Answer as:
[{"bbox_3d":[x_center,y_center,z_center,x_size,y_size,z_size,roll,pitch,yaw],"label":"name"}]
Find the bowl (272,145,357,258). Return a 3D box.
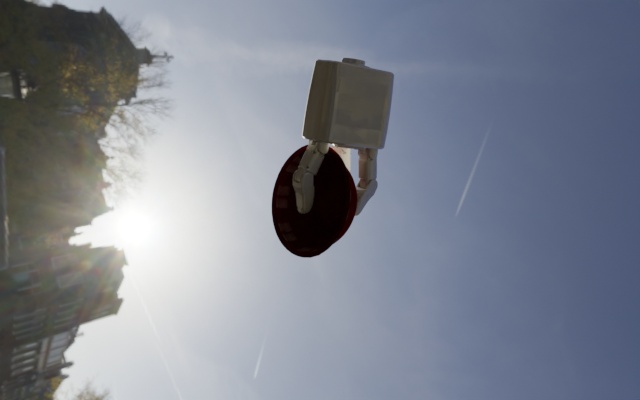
[{"bbox_3d":[0.000,0.003,0.686,0.055,0.162,0.162,10,-7,-44],"label":"bowl"}]
